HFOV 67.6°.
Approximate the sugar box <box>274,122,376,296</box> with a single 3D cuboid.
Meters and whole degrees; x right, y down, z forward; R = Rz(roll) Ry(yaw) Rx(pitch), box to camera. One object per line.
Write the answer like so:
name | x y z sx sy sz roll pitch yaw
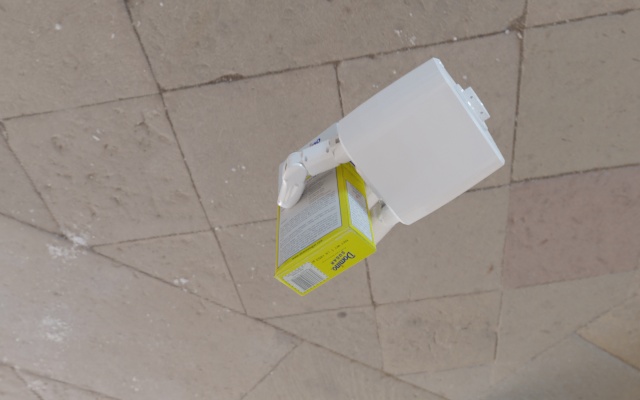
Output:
sugar box | 0.001 0.002 0.492 0.093 0.176 0.048 -34 -59 24
